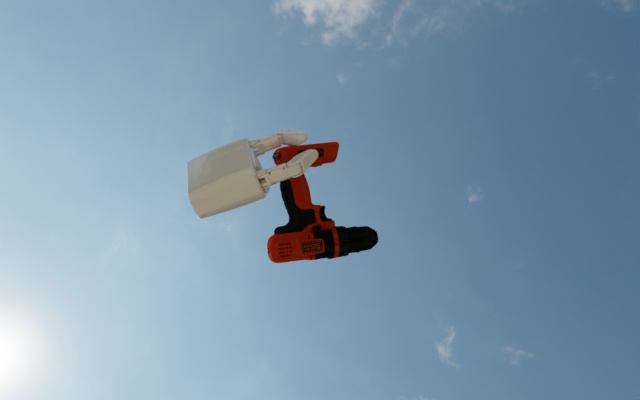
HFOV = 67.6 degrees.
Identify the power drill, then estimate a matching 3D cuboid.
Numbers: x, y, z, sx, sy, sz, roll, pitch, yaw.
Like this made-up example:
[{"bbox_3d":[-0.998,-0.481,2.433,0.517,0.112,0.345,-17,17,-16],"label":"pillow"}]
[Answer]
[{"bbox_3d":[0.000,0.002,0.767,0.184,0.187,0.057,-6,2,-16],"label":"power drill"}]
